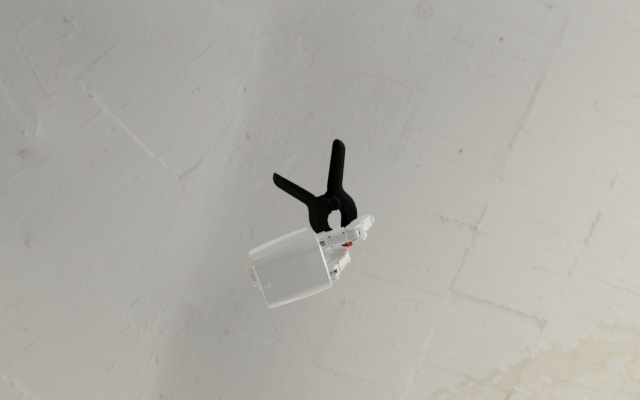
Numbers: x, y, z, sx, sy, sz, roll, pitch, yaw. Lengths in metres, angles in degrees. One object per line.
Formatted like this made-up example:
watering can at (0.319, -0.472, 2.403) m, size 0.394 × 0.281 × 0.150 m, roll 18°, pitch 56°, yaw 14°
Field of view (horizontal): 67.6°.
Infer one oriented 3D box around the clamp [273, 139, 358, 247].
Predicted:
clamp at (0.000, 0.002, 0.736) m, size 0.120 × 0.171 × 0.039 m, roll -19°, pitch 20°, yaw -9°
